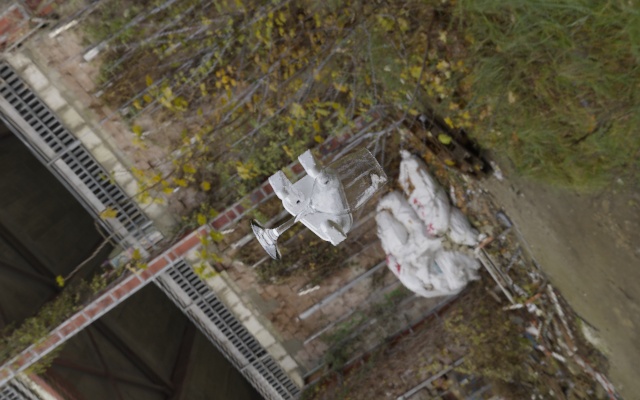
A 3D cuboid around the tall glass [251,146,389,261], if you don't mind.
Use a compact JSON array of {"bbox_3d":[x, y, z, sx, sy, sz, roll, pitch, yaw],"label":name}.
[{"bbox_3d":[0.000,0.003,0.702,0.201,0.079,0.079,-34,-4,5],"label":"tall glass"}]
